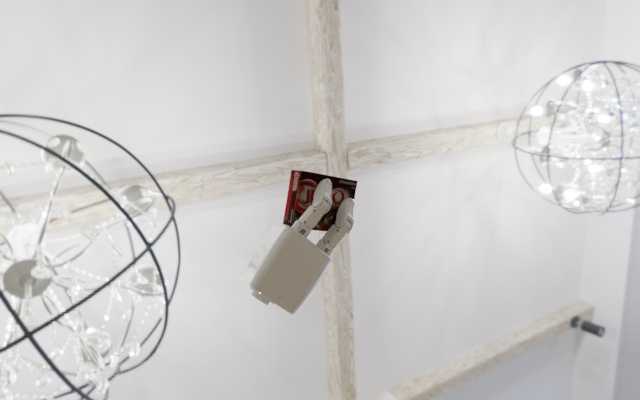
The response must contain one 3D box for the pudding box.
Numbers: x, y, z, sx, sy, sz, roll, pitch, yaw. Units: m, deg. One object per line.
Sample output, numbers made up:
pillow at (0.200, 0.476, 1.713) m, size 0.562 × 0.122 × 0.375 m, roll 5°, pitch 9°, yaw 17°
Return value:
pudding box at (0.000, 0.003, 0.774) m, size 0.113 × 0.090 × 0.039 m, roll 8°, pitch 3°, yaw -34°
